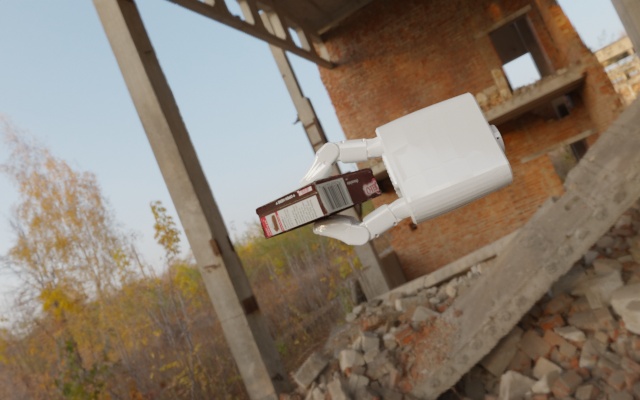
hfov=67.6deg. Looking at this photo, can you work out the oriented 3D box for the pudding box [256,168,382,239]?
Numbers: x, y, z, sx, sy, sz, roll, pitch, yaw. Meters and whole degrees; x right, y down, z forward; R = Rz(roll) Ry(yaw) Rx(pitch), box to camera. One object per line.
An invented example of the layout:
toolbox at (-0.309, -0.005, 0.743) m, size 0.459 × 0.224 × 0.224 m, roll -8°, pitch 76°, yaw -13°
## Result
pudding box at (0.000, 0.002, 0.518) m, size 0.090 × 0.039 × 0.113 m, roll -24°, pitch -5°, yaw 37°
